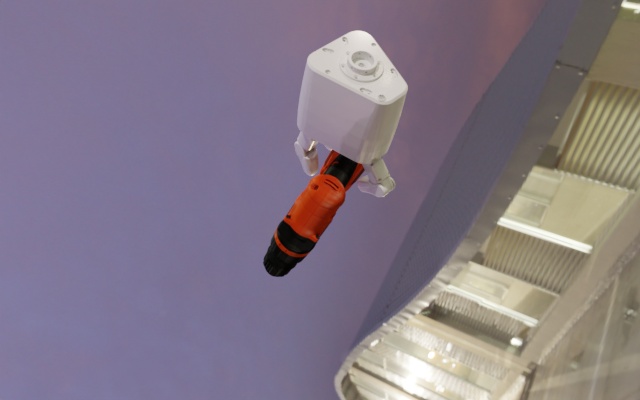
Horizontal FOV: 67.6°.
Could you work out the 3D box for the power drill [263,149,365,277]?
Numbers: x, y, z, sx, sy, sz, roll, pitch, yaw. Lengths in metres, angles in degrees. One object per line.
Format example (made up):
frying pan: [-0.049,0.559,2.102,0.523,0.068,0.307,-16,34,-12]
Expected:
power drill: [0.000,0.002,0.640,0.057,0.184,0.187,35,42,-2]
